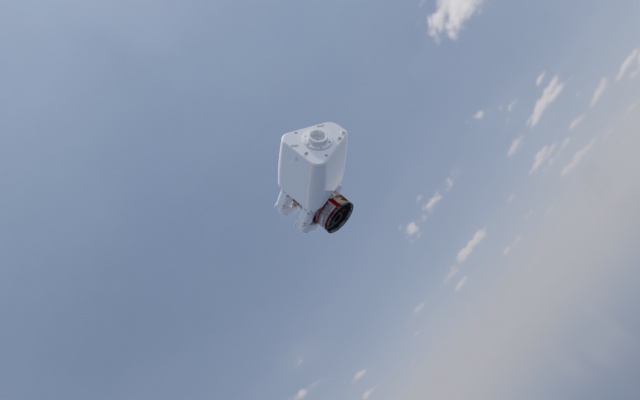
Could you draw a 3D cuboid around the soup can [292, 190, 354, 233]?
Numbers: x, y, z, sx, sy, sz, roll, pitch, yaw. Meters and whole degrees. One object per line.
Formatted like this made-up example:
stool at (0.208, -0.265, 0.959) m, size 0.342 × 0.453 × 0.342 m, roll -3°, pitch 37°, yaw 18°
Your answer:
soup can at (0.000, 0.003, 0.871) m, size 0.102 × 0.068 × 0.068 m, roll 39°, pitch 19°, yaw 25°
